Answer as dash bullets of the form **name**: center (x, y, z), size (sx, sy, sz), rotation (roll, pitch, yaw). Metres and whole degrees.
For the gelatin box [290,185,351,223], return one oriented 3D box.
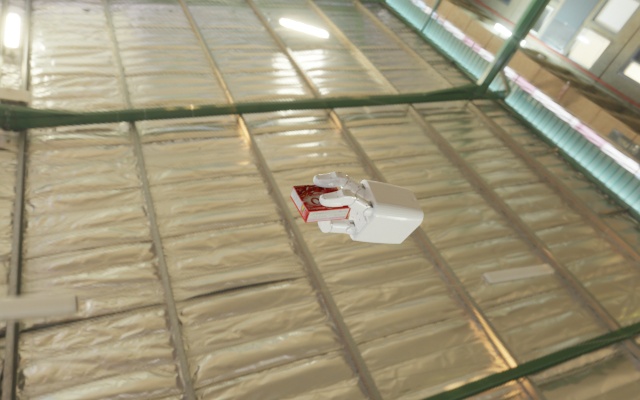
- **gelatin box**: center (0.000, 0.003, 0.862), size (0.089, 0.030, 0.073), rotation (-5, 42, -28)
